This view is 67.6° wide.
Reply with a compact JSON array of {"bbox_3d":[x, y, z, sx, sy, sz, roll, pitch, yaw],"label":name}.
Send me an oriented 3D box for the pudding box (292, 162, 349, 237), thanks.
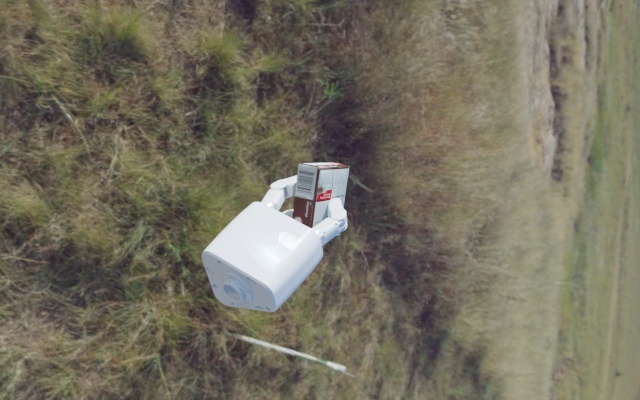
[{"bbox_3d":[0.000,0.002,0.695,0.039,0.113,0.090,15,12,29],"label":"pudding box"}]
